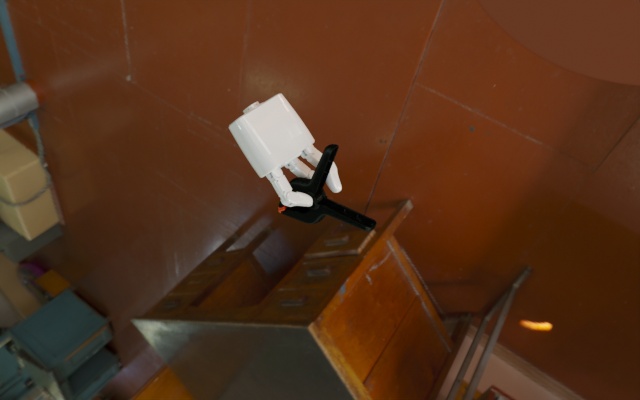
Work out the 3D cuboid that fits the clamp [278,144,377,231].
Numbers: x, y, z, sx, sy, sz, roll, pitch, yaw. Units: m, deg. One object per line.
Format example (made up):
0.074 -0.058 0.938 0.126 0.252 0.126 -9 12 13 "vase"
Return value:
-0.001 0.003 0.875 0.210 0.164 0.036 -25 9 47 "clamp"
